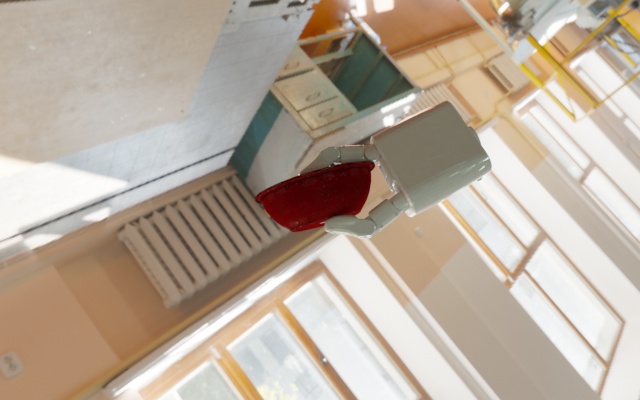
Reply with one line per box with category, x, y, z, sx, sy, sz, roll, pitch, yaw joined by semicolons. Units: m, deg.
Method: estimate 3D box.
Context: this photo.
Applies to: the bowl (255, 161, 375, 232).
bowl;-0.001;0.003;0.613;0.162;0.055;0.162;-16;-7;-2
